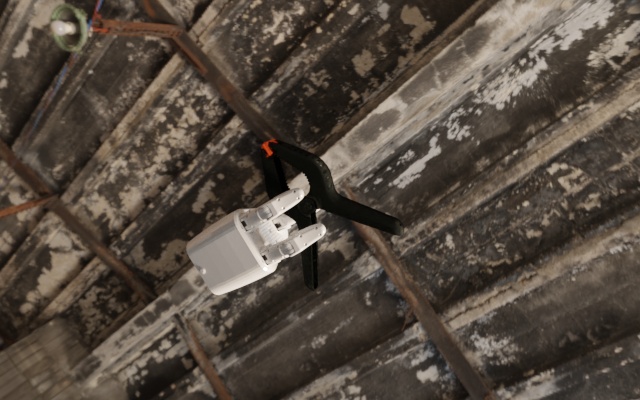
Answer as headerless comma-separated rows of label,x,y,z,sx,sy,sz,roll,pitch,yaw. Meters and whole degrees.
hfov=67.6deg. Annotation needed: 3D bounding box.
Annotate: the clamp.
clamp,0.000,0.002,0.634,0.164,0.210,0.036,-29,4,23
